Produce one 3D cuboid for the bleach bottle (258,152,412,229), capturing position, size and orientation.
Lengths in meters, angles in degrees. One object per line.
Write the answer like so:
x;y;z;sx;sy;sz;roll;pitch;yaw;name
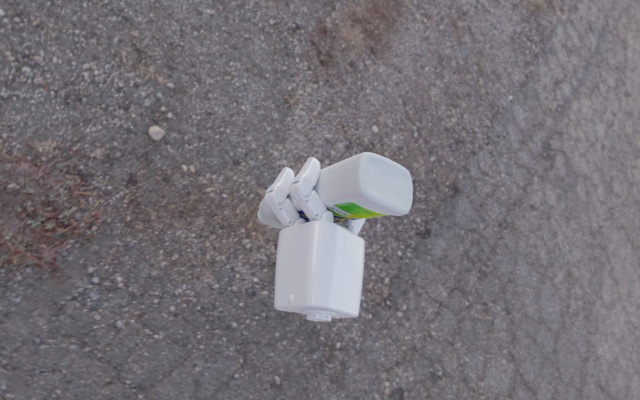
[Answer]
0.000;0.002;0.674;0.102;0.068;0.251;20;-24;-37;bleach bottle
